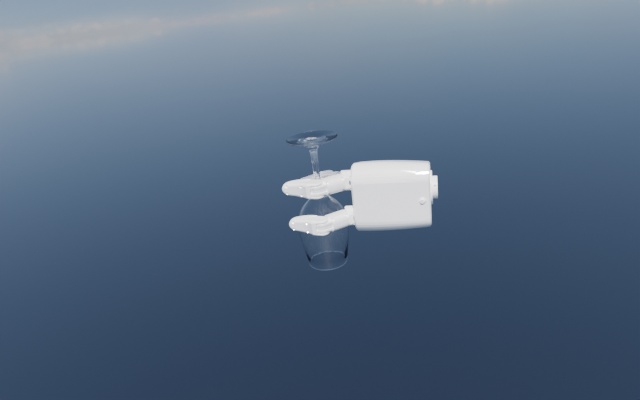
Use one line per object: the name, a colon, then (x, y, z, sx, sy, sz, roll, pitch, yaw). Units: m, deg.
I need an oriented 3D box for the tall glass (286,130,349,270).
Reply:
tall glass: (0.000, 0.002, 0.710, 0.079, 0.201, 0.079, -6, 22, 3)
